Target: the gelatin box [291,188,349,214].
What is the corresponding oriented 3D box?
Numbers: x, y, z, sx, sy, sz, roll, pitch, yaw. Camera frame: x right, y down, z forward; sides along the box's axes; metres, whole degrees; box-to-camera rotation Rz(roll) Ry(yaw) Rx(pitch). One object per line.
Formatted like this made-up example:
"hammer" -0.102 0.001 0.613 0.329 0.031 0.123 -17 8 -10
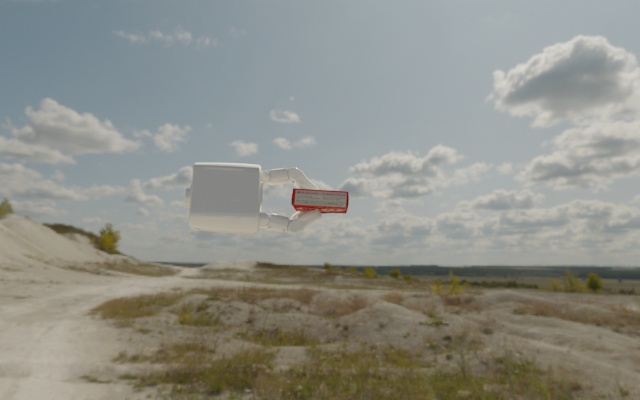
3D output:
"gelatin box" 0.000 0.002 0.770 0.089 0.030 0.073 2 -8 2
